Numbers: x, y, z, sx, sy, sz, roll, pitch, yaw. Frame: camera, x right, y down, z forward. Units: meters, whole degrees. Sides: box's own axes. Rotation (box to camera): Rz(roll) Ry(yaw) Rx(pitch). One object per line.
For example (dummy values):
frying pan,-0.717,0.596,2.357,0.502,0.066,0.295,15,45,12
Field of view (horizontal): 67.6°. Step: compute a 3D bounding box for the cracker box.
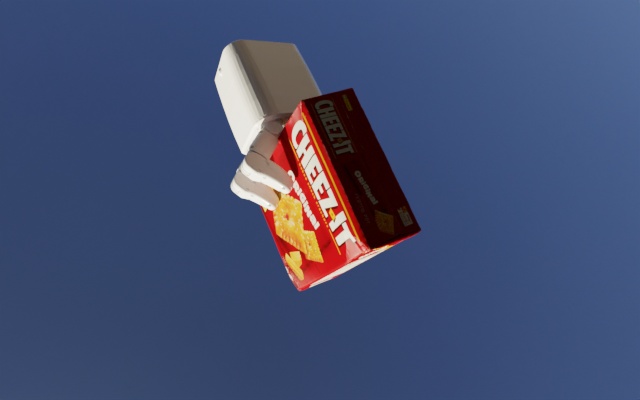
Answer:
cracker box,0.000,0.002,0.548,0.072,0.164,0.214,-19,-12,-27
